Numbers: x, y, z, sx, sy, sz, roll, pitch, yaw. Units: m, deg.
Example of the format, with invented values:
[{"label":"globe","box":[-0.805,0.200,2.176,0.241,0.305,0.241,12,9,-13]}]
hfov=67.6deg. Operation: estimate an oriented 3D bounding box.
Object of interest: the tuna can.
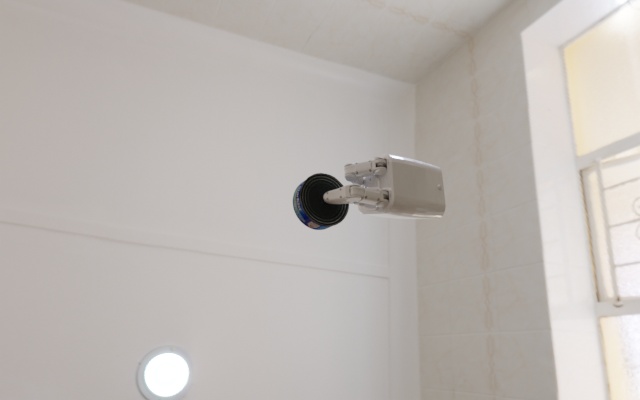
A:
[{"label":"tuna can","box":[0.000,0.003,0.750,0.086,0.086,0.034,0,-16,-29]}]
